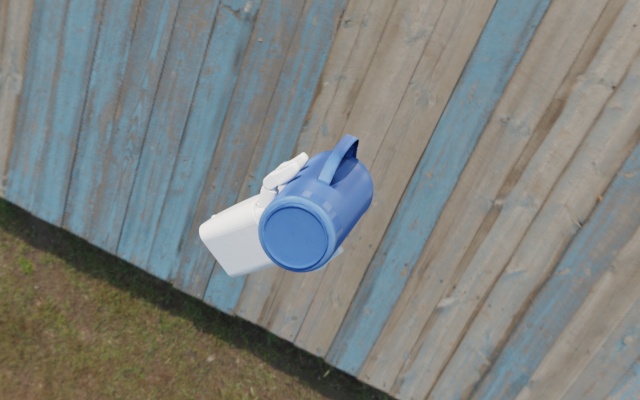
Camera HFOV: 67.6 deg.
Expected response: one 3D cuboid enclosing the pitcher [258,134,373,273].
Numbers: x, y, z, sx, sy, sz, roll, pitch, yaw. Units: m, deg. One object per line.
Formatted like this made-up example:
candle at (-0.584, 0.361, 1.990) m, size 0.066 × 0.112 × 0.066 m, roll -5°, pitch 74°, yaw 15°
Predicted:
pitcher at (0.000, 0.002, 0.721) m, size 0.145 × 0.149 × 0.242 m, roll -20°, pitch 11°, yaw 20°
